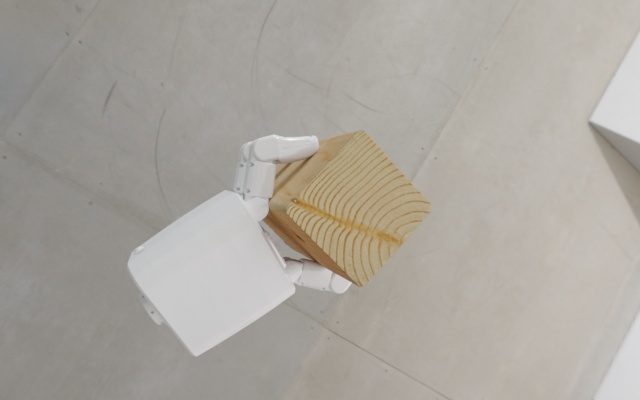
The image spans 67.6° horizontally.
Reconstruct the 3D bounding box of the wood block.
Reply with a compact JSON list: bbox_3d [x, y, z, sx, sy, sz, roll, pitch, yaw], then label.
[{"bbox_3d":[0.000,0.002,0.461,0.091,0.090,0.206,46,-11,-15],"label":"wood block"}]
